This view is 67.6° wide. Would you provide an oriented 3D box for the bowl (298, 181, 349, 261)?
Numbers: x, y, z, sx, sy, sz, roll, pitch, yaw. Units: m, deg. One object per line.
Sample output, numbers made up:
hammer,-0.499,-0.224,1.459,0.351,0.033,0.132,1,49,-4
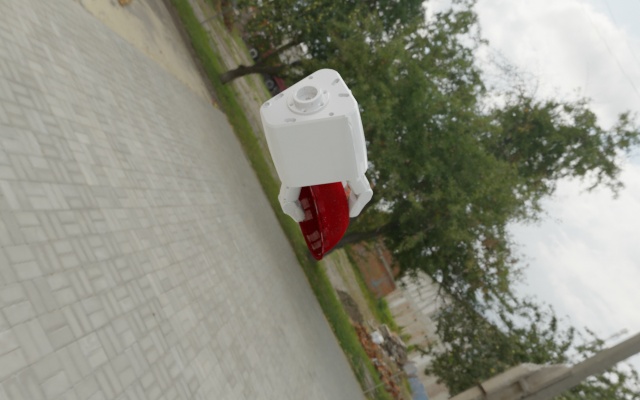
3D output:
bowl,0.000,0.003,0.692,0.055,0.162,0.162,-15,3,-13
